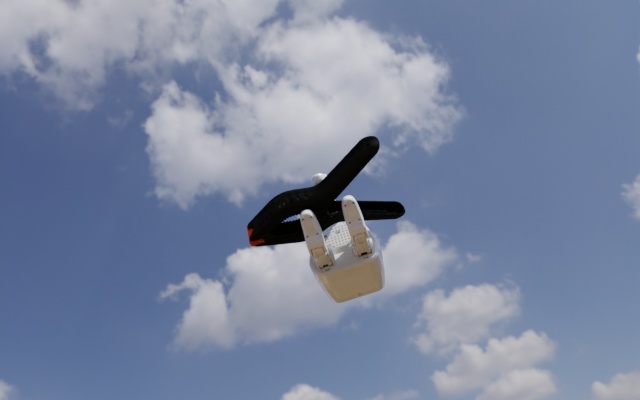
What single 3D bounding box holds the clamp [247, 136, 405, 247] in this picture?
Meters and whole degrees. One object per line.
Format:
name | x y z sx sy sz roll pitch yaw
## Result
clamp | -0.001 0.002 0.605 0.210 0.036 0.165 -18 -38 2
